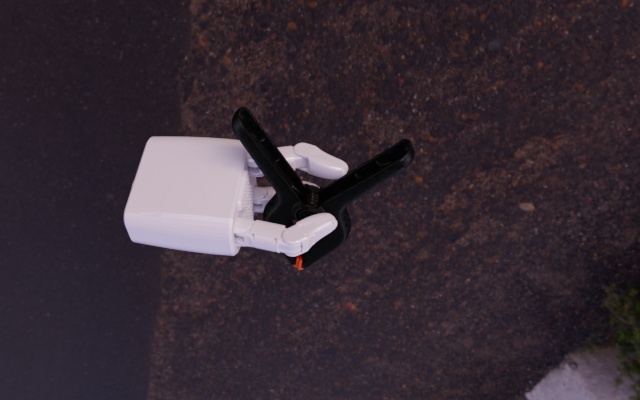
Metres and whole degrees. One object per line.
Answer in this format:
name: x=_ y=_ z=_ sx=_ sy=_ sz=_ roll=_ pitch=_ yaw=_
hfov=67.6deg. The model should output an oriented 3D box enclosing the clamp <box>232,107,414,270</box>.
clamp: x=0.000 y=0.003 z=0.487 sx=0.164 sy=0.036 sz=0.210 roll=7 pitch=-43 yaw=4
